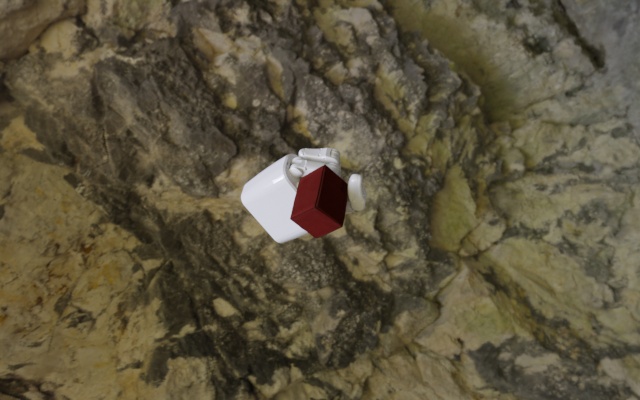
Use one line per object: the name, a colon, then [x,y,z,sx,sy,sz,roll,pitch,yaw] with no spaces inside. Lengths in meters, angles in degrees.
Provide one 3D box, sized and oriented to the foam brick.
foam brick: [0.000,0.002,0.650,0.051,0.078,0.053,-27,-54,36]
